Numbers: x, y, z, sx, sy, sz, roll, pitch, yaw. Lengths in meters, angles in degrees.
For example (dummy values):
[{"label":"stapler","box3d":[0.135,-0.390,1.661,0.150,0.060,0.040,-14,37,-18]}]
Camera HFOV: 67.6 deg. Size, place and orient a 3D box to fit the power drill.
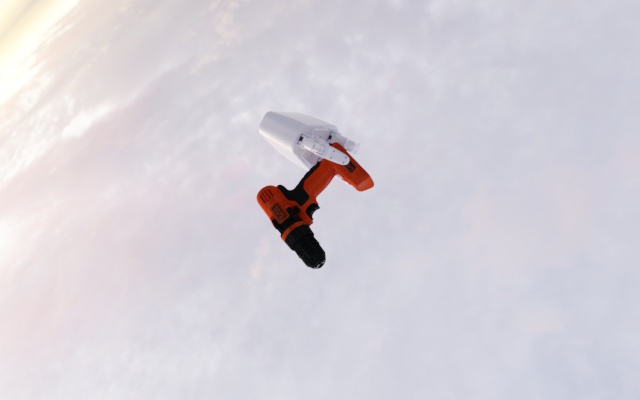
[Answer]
[{"label":"power drill","box3d":[0.000,0.002,0.836,0.187,0.184,0.057,-39,-24,-1]}]
